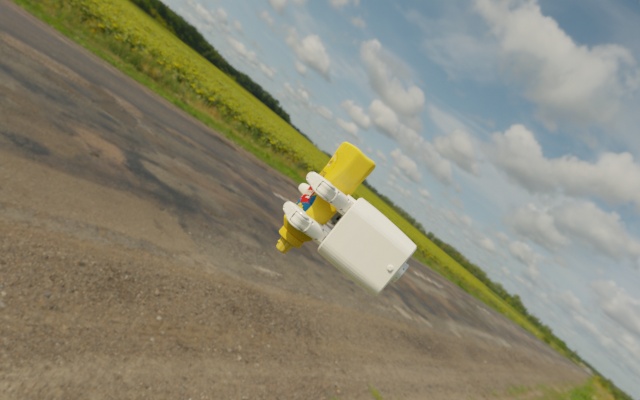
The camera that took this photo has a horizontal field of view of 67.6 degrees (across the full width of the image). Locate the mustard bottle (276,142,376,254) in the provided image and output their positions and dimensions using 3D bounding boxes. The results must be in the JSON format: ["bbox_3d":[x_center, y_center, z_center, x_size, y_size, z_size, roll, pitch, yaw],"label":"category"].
[{"bbox_3d":[0.000,0.002,0.719,0.058,0.191,0.096,38,4,-16],"label":"mustard bottle"}]
